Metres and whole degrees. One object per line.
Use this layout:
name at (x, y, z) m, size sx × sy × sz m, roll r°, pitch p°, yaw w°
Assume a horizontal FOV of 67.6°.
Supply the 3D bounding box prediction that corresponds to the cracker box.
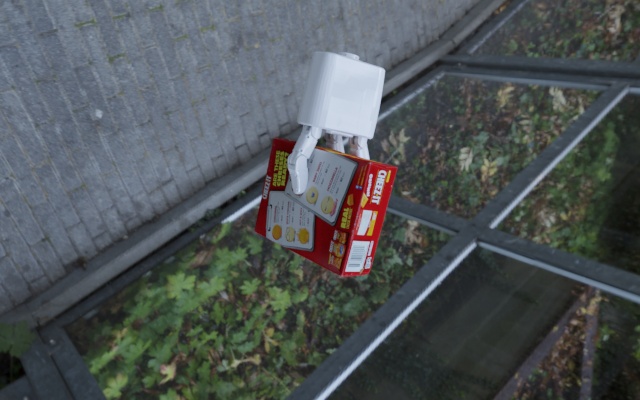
cracker box at (0.000, 0.002, 0.733) m, size 0.072 × 0.164 × 0.213 m, roll 6°, pitch 10°, yaw -44°
